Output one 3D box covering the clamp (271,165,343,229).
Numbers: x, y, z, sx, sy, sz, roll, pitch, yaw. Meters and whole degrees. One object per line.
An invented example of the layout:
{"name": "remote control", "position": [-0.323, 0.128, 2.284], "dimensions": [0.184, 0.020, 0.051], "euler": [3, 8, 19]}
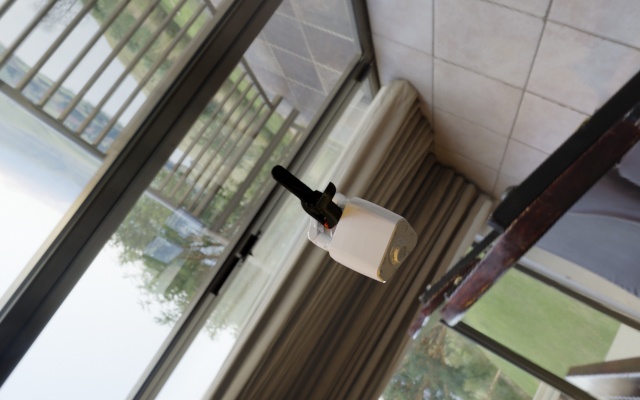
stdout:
{"name": "clamp", "position": [0.000, 0.003, 0.805], "dimensions": [0.120, 0.039, 0.171], "euler": [23, -15, 39]}
